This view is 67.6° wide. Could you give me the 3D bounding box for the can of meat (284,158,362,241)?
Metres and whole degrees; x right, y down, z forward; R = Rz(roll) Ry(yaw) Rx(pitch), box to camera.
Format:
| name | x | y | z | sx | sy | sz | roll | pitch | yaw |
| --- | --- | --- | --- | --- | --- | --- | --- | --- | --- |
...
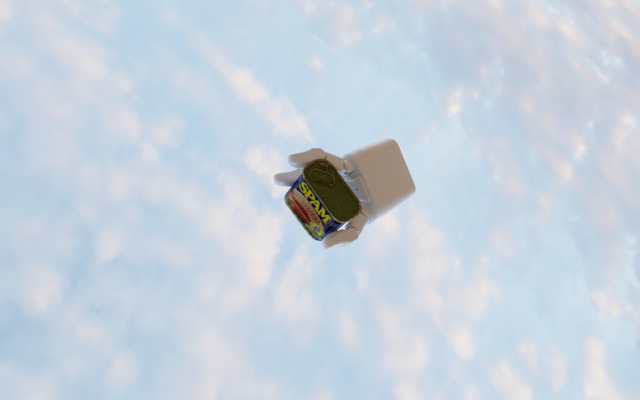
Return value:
| name | x | y | z | sx | sy | sz | roll | pitch | yaw |
| --- | --- | --- | --- | --- | --- | --- | --- | --- | --- |
| can of meat | 0.000 | 0.003 | 0.716 | 0.057 | 0.102 | 0.084 | -31 | -9 | -37 |
